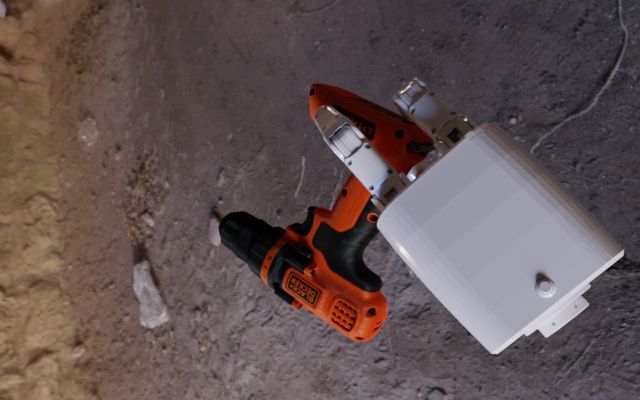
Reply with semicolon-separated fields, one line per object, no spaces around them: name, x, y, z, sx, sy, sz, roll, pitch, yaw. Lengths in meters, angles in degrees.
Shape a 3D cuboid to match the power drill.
power drill;0.000;0.001;0.410;0.184;0.188;0.057;29;21;25
